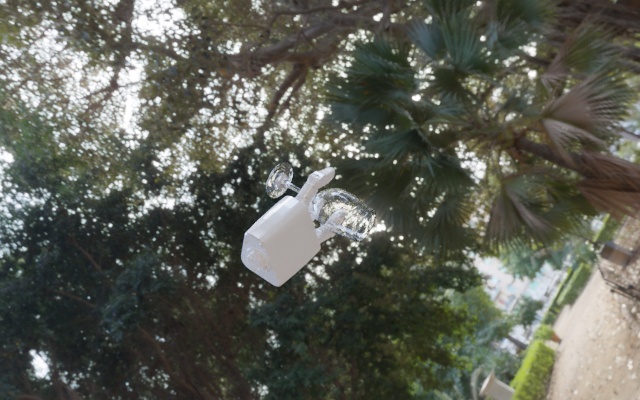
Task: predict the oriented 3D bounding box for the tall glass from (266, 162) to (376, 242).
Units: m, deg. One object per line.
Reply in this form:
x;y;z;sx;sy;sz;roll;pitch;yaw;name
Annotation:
0.000;0.002;0.861;0.201;0.079;0.079;27;13;27;tall glass
